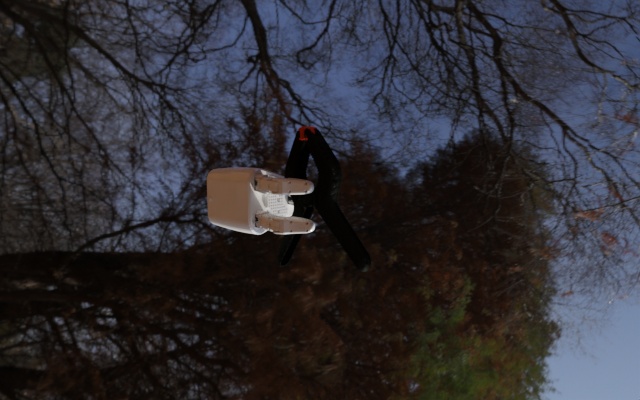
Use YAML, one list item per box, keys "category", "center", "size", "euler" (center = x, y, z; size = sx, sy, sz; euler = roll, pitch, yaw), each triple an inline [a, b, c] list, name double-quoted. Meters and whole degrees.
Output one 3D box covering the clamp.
- category: "clamp"
  center: [0.000, 0.002, 0.671]
  size: [0.164, 0.210, 0.036]
  euler: [6, 10, 37]
